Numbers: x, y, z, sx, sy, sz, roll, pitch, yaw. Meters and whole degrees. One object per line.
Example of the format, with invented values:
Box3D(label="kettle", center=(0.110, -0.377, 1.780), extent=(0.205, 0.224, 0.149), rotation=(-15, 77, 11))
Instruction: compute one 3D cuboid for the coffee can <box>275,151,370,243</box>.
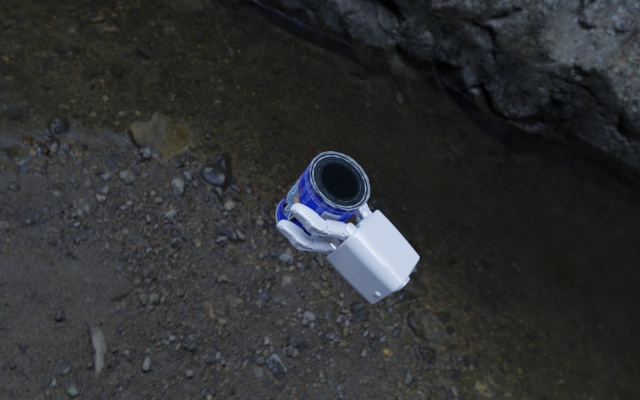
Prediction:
Box3D(label="coffee can", center=(0.000, 0.002, 0.766), extent=(0.103, 0.102, 0.140), rotation=(0, -28, -29))
